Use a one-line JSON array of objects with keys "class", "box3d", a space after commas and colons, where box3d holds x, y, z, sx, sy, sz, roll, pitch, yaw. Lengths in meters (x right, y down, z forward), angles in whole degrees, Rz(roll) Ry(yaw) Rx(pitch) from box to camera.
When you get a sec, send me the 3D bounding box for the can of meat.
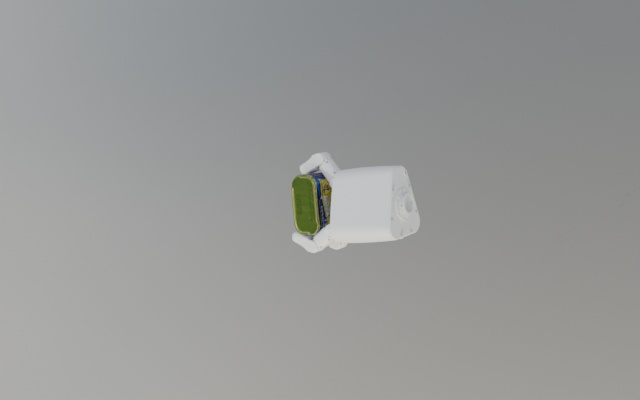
[{"class": "can of meat", "box3d": [0.000, 0.003, 0.790, 0.057, 0.102, 0.084, -1, 7, 39]}]
